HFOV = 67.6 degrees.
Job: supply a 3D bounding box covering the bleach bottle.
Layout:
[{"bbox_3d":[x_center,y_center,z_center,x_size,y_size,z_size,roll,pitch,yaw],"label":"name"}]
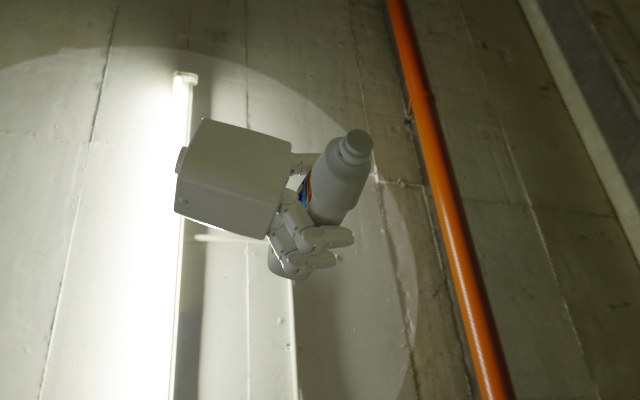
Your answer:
[{"bbox_3d":[0.000,0.002,0.550,0.068,0.102,0.251,17,-36,-10],"label":"bleach bottle"}]
